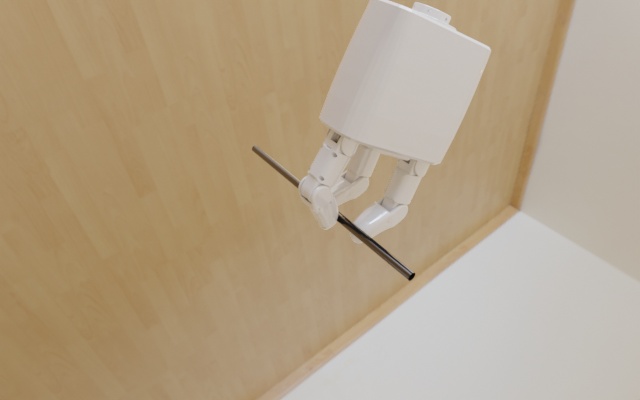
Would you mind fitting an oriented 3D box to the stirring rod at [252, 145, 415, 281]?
[{"bbox_3d":[0.000,0.001,0.456,0.011,0.011,0.239,0,30,-44],"label":"stirring rod"}]
